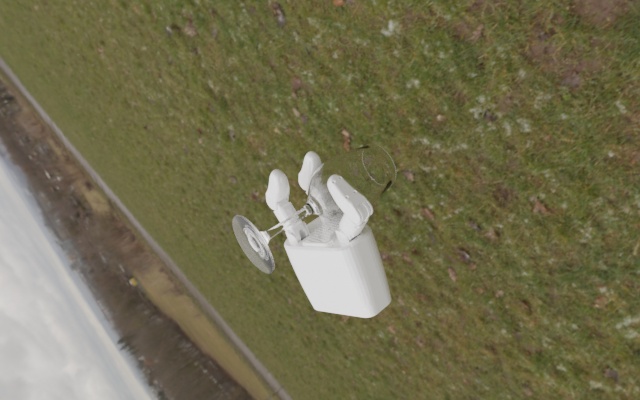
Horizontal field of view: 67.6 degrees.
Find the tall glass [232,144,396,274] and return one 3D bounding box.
[{"bbox_3d":[0.000,0.002,0.565,0.201,0.079,0.079,-33,17,-28],"label":"tall glass"}]
